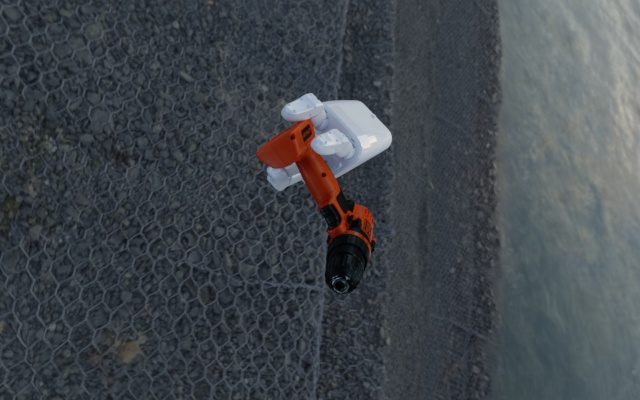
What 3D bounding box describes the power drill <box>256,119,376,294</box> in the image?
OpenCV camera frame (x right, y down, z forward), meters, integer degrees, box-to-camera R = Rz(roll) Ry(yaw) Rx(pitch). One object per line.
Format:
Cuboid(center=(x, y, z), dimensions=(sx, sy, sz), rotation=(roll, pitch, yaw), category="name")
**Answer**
Cuboid(center=(0.000, 0.001, 0.573), dimensions=(0.057, 0.188, 0.184), rotation=(-27, 14, 17), category="power drill")
